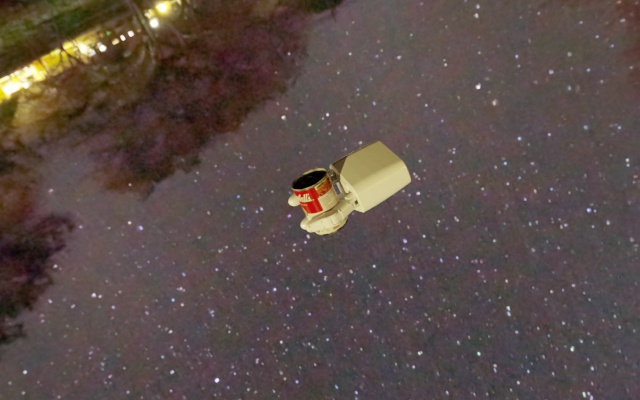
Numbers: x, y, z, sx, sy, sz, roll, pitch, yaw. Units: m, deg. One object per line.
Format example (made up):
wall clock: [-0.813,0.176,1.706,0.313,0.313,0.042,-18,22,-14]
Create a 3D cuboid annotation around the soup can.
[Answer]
soup can: [0.000,0.003,0.845,0.068,0.102,0.068,-21,27,11]
